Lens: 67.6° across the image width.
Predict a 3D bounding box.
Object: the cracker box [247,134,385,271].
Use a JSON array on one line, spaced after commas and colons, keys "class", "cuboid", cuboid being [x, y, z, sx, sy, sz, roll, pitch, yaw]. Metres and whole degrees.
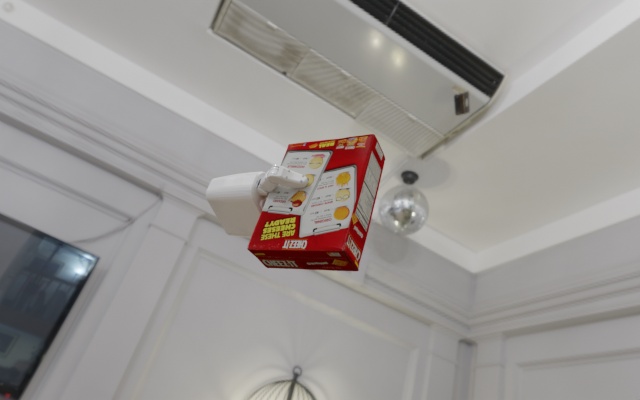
[{"class": "cracker box", "cuboid": [0.000, 0.002, 0.751, 0.164, 0.213, 0.072, -3, -37, 29]}]
